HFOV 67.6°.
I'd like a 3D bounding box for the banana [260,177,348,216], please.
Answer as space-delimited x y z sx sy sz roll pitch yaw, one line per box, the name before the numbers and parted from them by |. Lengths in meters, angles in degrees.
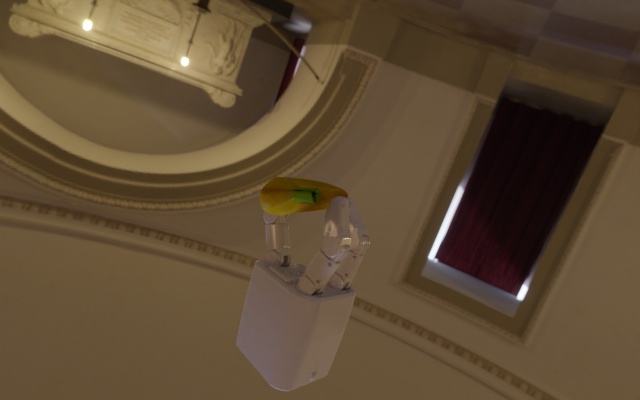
banana | -0.018 -0.003 0.493 0.069 0.037 0.198 13 5 10
